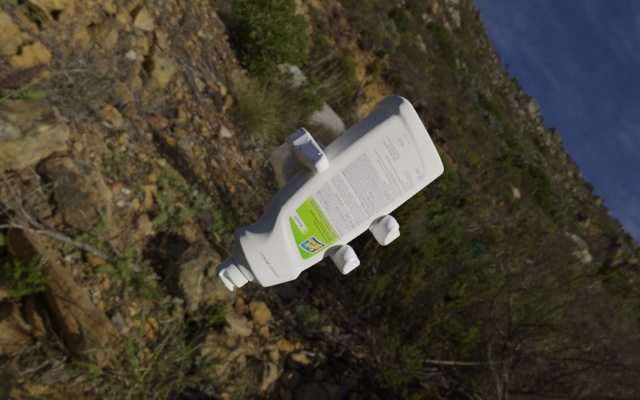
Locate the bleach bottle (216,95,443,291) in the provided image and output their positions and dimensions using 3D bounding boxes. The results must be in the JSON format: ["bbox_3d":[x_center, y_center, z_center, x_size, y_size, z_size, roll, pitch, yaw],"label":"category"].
[{"bbox_3d":[0.000,0.002,0.493,0.251,0.102,0.068,-35,17,-6],"label":"bleach bottle"}]
